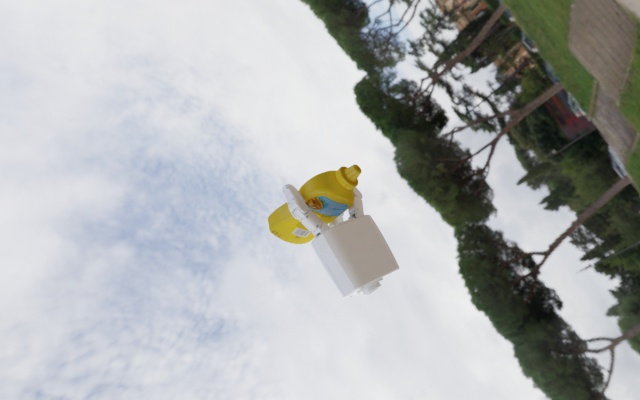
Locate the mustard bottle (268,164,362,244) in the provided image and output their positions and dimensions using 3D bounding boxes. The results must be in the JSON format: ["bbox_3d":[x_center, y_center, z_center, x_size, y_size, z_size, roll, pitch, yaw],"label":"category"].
[{"bbox_3d":[0.000,0.003,0.815,0.096,0.058,0.192,20,-47,-36],"label":"mustard bottle"}]
